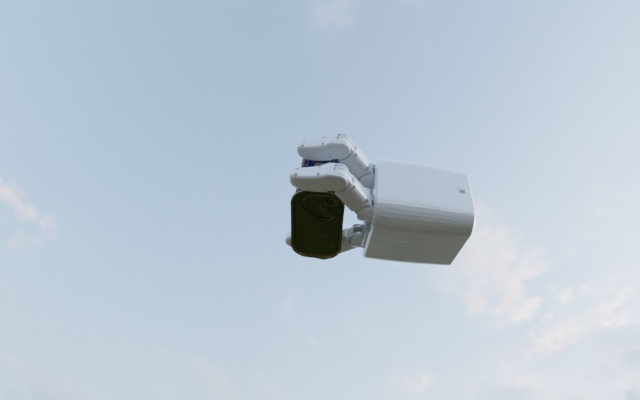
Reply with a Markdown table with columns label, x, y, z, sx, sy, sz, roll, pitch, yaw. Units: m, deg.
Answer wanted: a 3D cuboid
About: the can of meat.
| label | x | y | z | sx | sy | sz | roll | pitch | yaw |
| --- | --- | --- | --- | --- | --- | --- | --- | --- | --- |
| can of meat | 0.000 | 0.002 | 0.551 | 0.057 | 0.102 | 0.084 | 5 | 42 | 3 |
